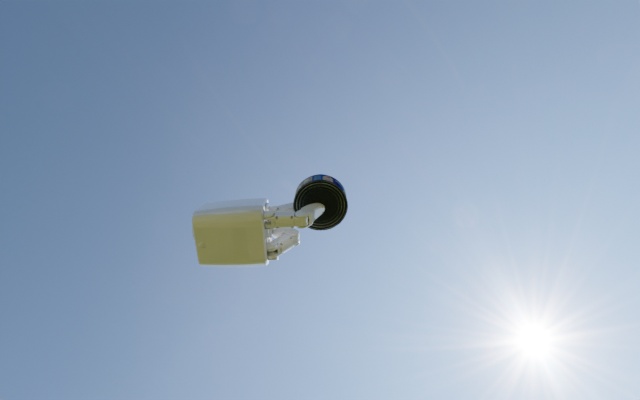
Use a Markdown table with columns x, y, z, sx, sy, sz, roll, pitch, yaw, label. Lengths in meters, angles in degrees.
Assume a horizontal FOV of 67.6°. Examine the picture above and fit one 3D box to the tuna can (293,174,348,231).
| x | y | z | sx | sy | sz | roll | pitch | yaw | label |
| --- | --- | --- | --- | --- | --- | --- | --- | --- | --- |
| 0.000 | 0.002 | 0.761 | 0.086 | 0.086 | 0.033 | 0 | 23 | 1 | tuna can |
